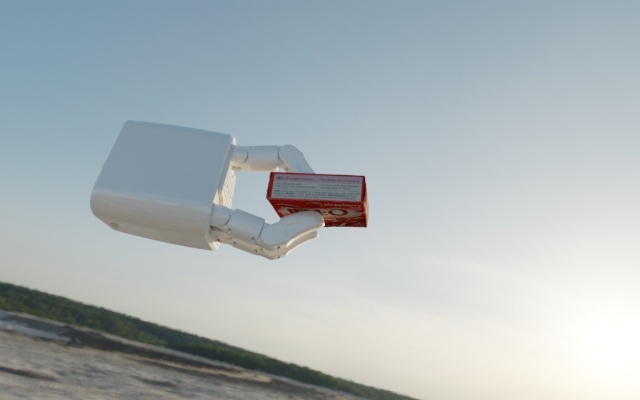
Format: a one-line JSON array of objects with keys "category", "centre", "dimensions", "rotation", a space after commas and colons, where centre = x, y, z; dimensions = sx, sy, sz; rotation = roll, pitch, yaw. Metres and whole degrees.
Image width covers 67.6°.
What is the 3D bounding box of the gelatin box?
[{"category": "gelatin box", "centre": [0.000, 0.001, 0.453], "dimensions": [0.089, 0.030, 0.073], "rotation": [2, -20, 9]}]
